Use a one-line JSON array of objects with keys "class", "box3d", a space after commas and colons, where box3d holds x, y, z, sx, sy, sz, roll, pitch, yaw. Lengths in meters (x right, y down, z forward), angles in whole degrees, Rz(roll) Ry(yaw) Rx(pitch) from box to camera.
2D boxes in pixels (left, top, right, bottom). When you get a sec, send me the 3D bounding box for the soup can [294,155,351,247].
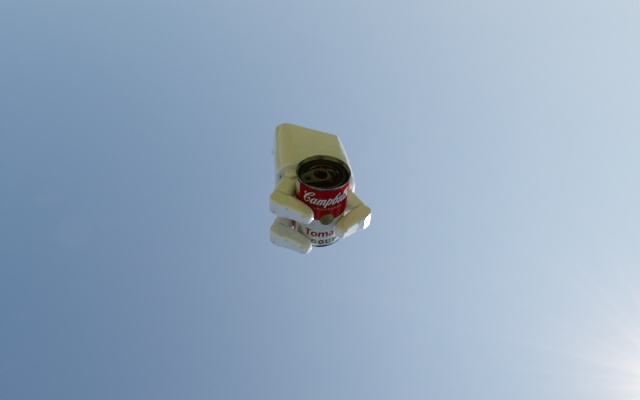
[{"class": "soup can", "box3d": [0.000, 0.003, 0.616, 0.068, 0.102, 0.068, 3, 42, -3]}]
